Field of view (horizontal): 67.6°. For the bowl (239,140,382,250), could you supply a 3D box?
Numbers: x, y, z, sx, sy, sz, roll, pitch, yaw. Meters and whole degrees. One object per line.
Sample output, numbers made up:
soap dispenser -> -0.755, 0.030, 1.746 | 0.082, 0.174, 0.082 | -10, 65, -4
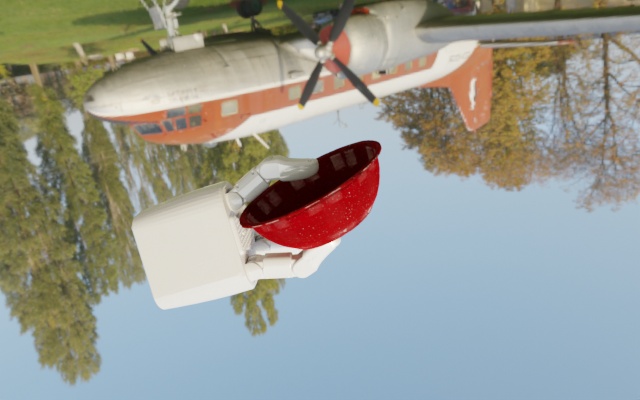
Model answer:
bowl -> 0.001, 0.002, 0.486 | 0.162, 0.055, 0.162 | -28, 16, 9
